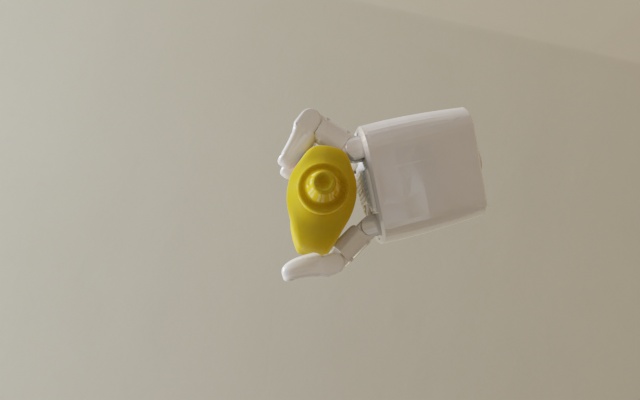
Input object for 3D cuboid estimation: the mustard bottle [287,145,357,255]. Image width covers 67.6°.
[{"bbox_3d":[0.000,0.001,0.444,0.058,0.096,0.191,11,-9,-1],"label":"mustard bottle"}]
